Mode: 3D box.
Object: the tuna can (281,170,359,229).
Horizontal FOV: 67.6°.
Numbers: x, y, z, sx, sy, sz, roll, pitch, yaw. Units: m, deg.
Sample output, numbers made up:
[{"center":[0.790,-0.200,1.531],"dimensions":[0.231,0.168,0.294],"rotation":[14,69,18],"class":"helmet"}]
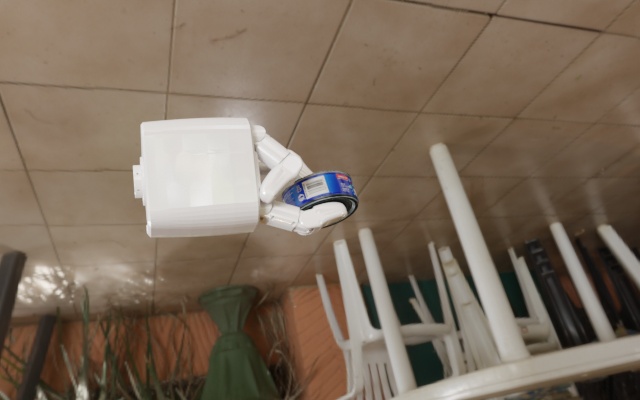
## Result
[{"center":[0.000,0.002,0.552],"dimensions":[0.086,0.033,0.086],"rotation":[-14,-25,-7],"class":"tuna can"}]
